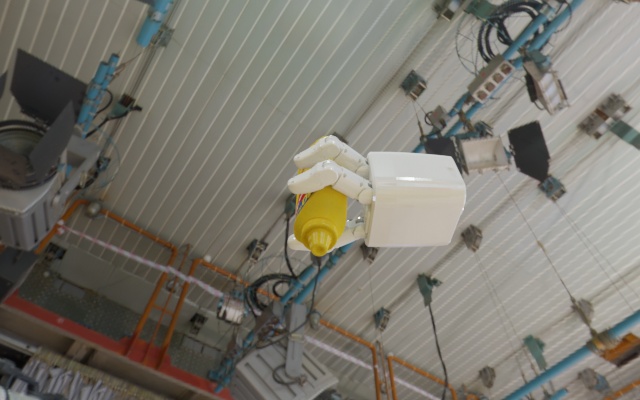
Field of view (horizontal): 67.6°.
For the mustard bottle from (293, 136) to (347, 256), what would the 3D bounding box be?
[{"bbox_3d":[0.000,0.002,0.594,0.058,0.096,0.191,22,31,-14],"label":"mustard bottle"}]
